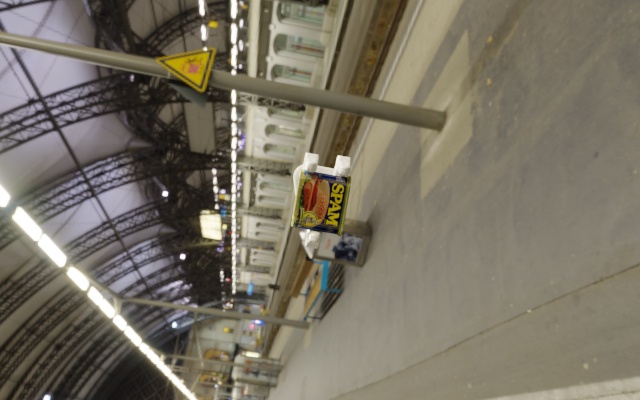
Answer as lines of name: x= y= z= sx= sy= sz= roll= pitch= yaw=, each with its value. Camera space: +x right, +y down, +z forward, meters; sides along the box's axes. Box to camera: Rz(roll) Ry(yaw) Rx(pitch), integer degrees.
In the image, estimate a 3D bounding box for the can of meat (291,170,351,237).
can of meat: x=0.000 y=0.003 z=0.794 sx=0.084 sy=0.102 sz=0.057 roll=10 pitch=3 yaw=-5
